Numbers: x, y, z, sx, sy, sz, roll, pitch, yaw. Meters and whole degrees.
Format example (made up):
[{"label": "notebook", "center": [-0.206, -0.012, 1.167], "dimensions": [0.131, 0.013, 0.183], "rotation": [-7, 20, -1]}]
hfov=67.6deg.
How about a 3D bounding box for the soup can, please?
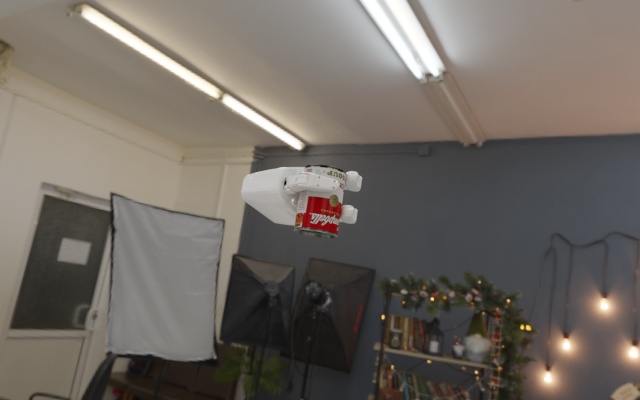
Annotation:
[{"label": "soup can", "center": [0.000, 0.002, 0.737], "dimensions": [0.068, 0.102, 0.068], "rotation": [9, -11, 2]}]
